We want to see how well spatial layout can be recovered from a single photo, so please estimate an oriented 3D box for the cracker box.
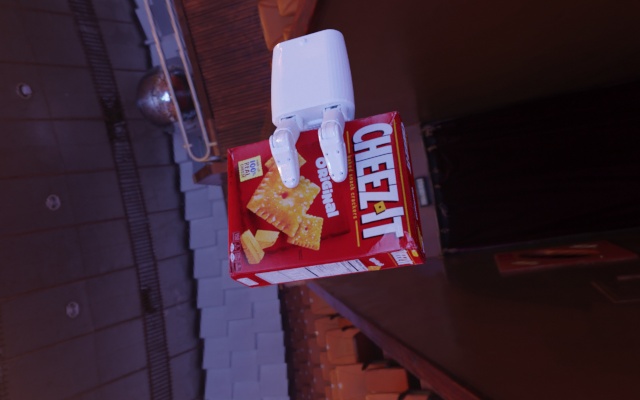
[{"bbox_3d":[0.000,0.002,0.551,0.214,0.164,0.072,-11,-23,16],"label":"cracker box"}]
